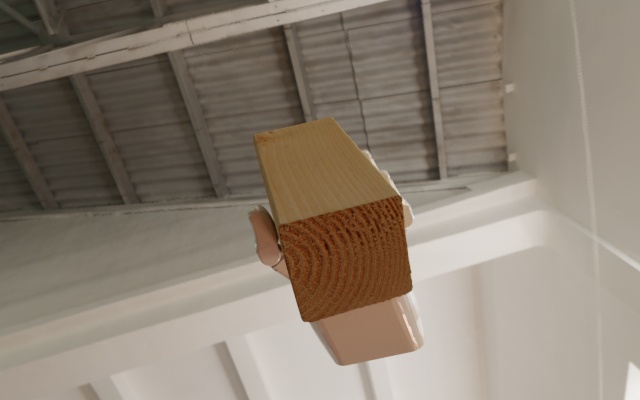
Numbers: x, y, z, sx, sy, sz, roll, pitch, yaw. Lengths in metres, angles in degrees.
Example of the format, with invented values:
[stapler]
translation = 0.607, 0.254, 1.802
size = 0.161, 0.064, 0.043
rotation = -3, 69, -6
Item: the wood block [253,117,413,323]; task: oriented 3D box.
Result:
[wood block]
translation = 0.000, 0.002, 0.434
size = 0.091, 0.090, 0.206
rotation = -15, 27, -6
